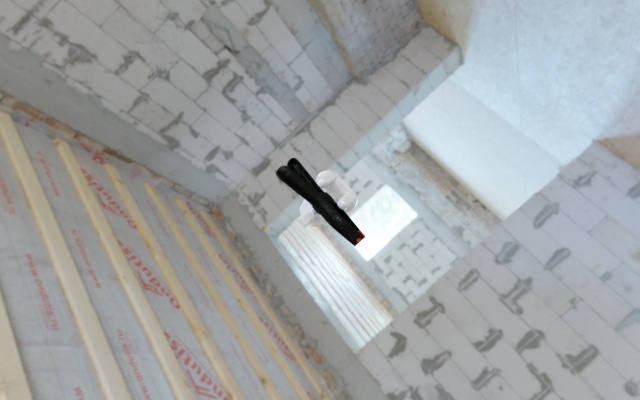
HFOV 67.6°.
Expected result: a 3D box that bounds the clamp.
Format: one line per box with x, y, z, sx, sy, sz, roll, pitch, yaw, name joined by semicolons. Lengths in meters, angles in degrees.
0.000;0.004;0.869;0.036;0.210;0.164;-43;-2;10;clamp
